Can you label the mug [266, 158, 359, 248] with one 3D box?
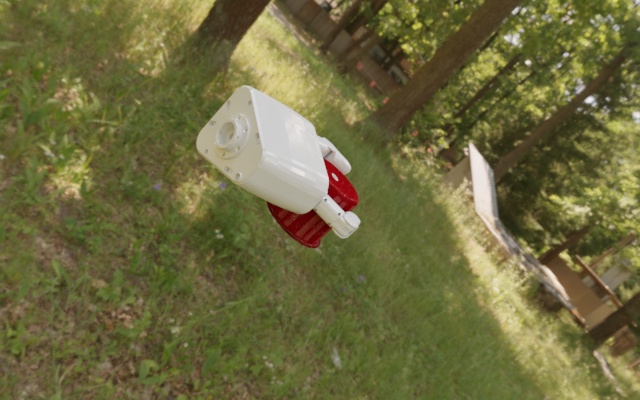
[{"bbox_3d":[0.001,0.002,0.608,0.081,0.093,0.117,-44,-35,17],"label":"mug"}]
